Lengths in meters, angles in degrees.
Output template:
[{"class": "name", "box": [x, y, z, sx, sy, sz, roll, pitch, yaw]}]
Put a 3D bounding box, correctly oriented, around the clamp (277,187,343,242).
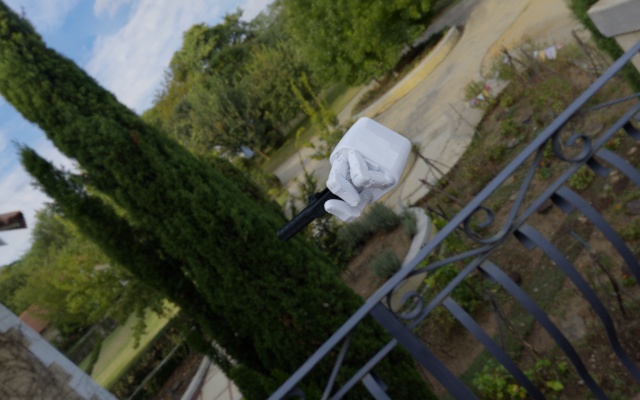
[{"class": "clamp", "box": [0.000, 0.002, 0.823, 0.171, 0.039, 0.120, -33, 19, 42]}]
